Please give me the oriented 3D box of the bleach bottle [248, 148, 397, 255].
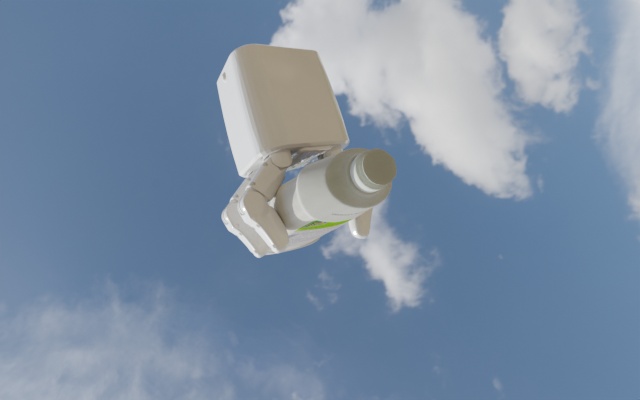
[{"bbox_3d":[0.000,0.002,0.462,0.102,0.068,0.251,-13,-7,-27],"label":"bleach bottle"}]
